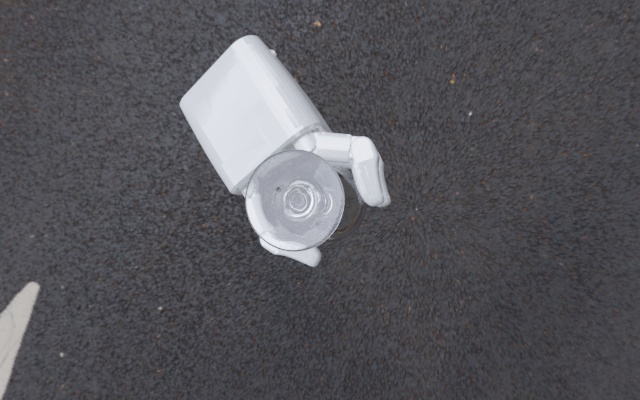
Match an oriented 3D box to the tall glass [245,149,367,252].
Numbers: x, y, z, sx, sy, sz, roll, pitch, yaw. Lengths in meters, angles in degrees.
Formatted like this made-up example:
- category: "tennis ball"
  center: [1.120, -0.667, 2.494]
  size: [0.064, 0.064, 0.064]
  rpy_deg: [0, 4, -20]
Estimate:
- category: "tall glass"
  center: [0.000, 0.002, 0.441]
  size: [0.079, 0.079, 0.201]
  rpy_deg: [0, -1, 12]
